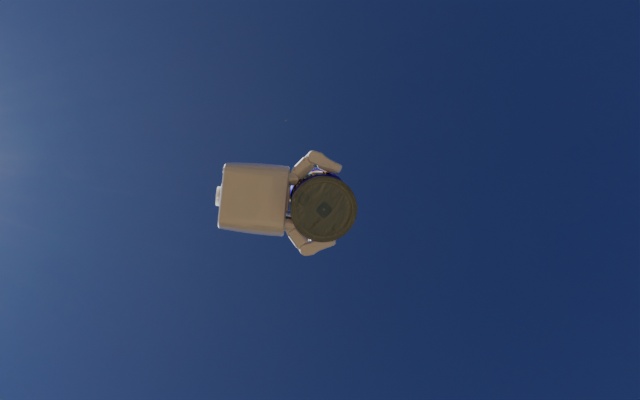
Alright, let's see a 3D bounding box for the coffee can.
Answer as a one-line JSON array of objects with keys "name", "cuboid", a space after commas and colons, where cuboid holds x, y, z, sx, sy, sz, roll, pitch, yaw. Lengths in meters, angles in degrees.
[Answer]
[{"name": "coffee can", "cuboid": [0.000, 0.003, 0.791, 0.103, 0.103, 0.140, 0, 10, -4]}]
